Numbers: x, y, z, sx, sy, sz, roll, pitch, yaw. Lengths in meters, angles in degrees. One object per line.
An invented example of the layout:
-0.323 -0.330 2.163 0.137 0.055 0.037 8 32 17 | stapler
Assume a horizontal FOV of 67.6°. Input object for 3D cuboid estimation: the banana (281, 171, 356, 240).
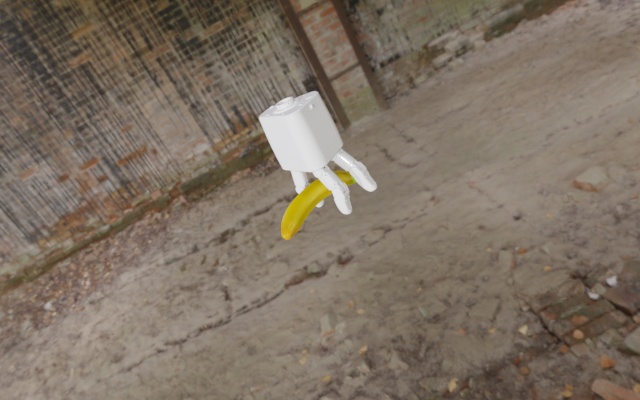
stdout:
-0.009 -0.003 0.847 0.197 0.037 0.069 -38 31 -25 | banana
